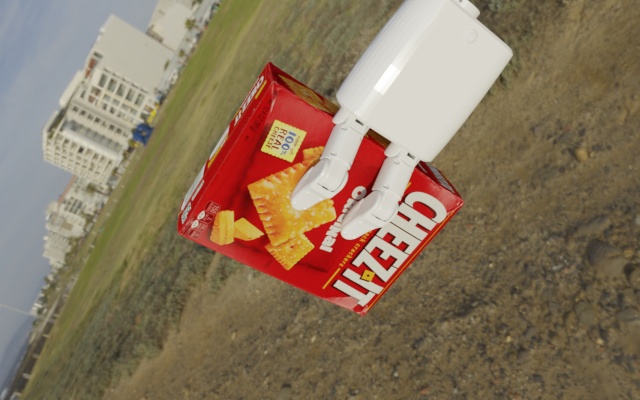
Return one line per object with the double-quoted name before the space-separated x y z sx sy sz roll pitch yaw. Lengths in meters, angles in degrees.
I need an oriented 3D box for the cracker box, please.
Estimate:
"cracker box" 0.000 0.001 0.451 0.214 0.164 0.072 29 22 -22
